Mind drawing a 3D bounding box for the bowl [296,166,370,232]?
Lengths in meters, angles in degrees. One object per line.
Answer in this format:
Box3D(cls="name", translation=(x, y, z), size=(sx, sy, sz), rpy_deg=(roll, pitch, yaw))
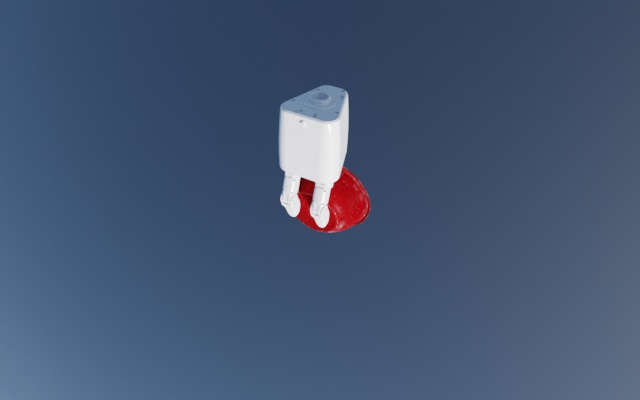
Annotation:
Box3D(cls="bowl", translation=(0.000, 0.004, 0.812), size=(0.162, 0.162, 0.055), rpy_deg=(0, 42, 39))
